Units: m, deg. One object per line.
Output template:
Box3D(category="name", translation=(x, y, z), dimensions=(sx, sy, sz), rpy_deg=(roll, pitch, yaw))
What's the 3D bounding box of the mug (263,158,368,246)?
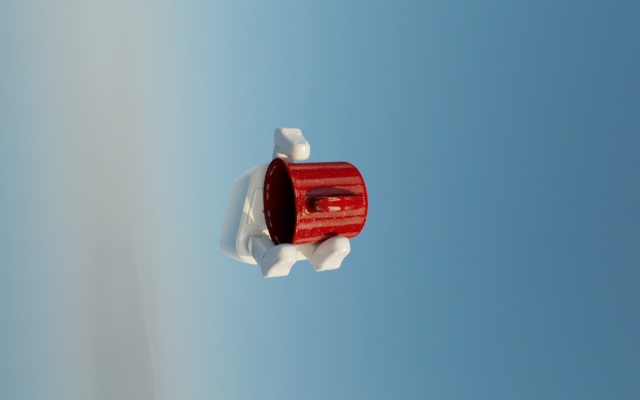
Box3D(category="mug", translation=(0.001, 0.001, 0.473), dimensions=(0.081, 0.093, 0.117), rpy_deg=(-4, 0, -25))
